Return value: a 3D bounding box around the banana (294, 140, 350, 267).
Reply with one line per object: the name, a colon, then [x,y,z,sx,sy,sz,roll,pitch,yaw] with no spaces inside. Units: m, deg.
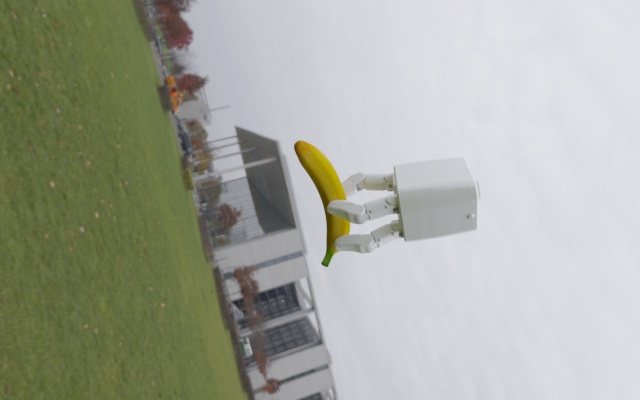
banana: [0.010,-0.002,0.699,0.037,0.198,0.069,-1,24,33]
